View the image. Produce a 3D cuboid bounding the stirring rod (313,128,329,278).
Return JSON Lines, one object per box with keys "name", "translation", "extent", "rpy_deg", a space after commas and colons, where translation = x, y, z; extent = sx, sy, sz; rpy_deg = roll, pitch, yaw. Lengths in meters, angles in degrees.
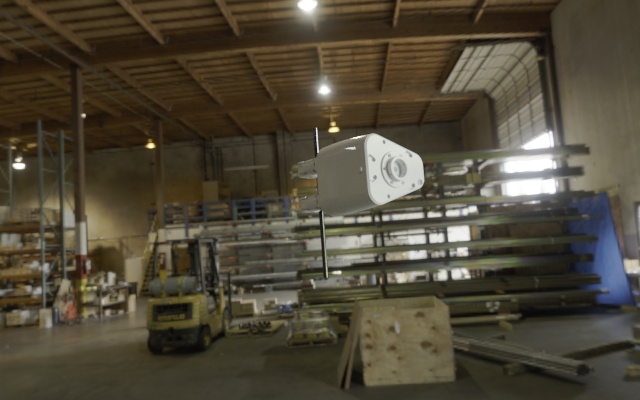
{"name": "stirring rod", "translation": [0.000, 0.003, 0.765], "extent": [0.011, 0.239, 0.011], "rpy_deg": [-4, -6, 0]}
